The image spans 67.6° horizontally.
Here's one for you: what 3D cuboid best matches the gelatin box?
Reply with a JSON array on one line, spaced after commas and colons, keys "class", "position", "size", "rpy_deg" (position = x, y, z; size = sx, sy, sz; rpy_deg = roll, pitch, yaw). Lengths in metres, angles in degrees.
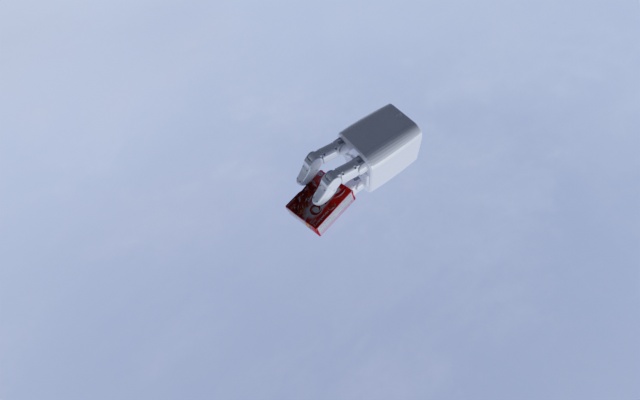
[{"class": "gelatin box", "position": [0.000, 0.003, 0.768], "size": [0.073, 0.089, 0.030], "rpy_deg": [35, -16, 31]}]
